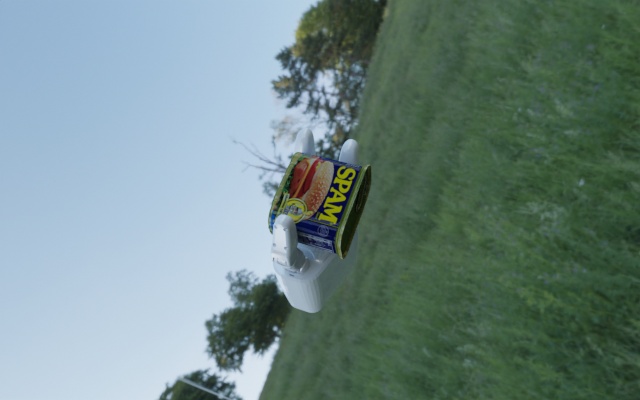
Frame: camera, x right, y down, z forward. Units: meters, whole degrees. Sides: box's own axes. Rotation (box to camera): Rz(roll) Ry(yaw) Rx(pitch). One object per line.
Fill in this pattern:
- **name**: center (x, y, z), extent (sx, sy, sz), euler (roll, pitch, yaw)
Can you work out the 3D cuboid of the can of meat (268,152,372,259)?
- **can of meat**: center (0.000, 0.002, 0.514), extent (0.084, 0.102, 0.057), euler (15, -27, 16)
